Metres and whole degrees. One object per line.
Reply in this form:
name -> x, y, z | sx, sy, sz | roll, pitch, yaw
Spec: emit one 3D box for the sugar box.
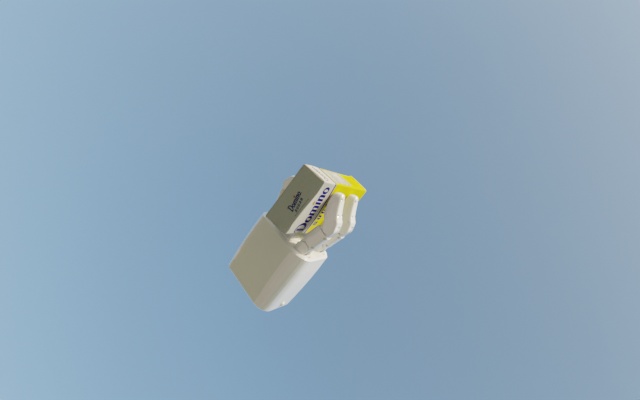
sugar box -> 0.000, 0.003, 0.704 | 0.048, 0.093, 0.176 | 42, 14, 17
